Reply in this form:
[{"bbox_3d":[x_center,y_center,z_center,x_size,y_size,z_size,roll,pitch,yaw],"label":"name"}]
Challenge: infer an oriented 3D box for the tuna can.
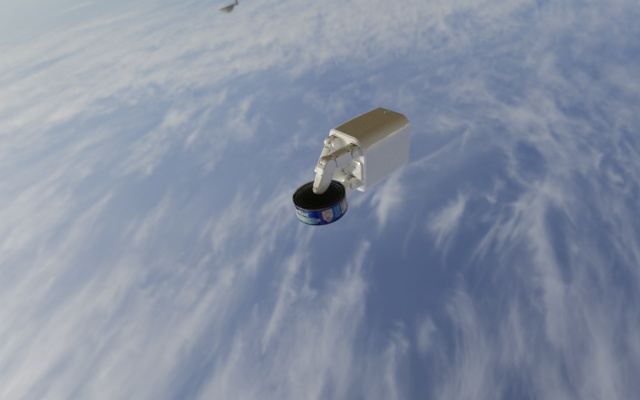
[{"bbox_3d":[0.000,0.003,0.763,0.086,0.034,0.086,-8,34,6],"label":"tuna can"}]
